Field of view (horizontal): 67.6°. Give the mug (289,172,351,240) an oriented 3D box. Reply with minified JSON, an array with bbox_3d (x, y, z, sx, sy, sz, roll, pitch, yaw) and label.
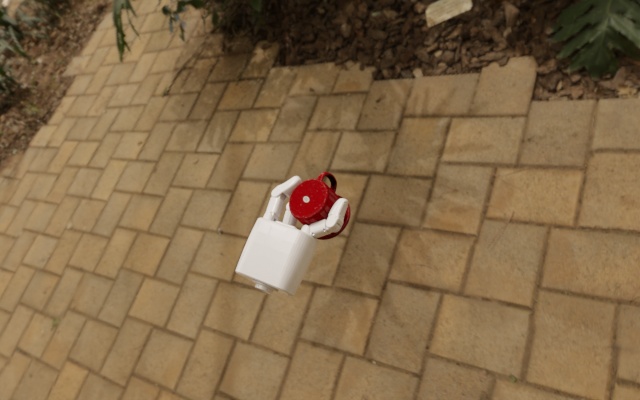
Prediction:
[{"bbox_3d":[0.001,0.001,0.868,0.093,0.117,0.081,9,-21,35],"label":"mug"}]
